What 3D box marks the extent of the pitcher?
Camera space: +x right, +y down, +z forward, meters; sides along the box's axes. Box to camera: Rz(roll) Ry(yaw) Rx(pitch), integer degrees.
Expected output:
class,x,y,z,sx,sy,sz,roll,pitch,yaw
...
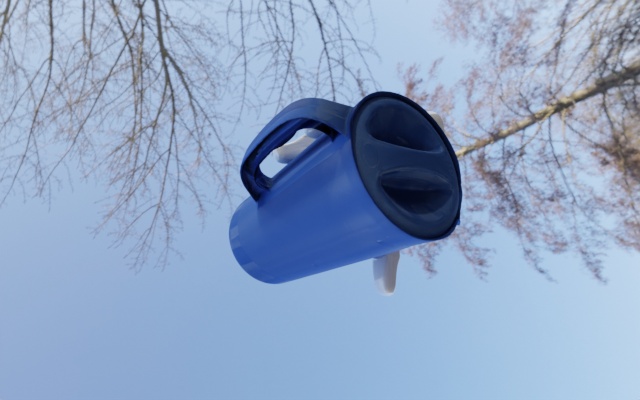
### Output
class,x,y,z,sx,sy,sz,roll,pitch,yaw
pitcher,0.000,0.002,0.471,0.145,0.149,0.243,-20,-7,-43
